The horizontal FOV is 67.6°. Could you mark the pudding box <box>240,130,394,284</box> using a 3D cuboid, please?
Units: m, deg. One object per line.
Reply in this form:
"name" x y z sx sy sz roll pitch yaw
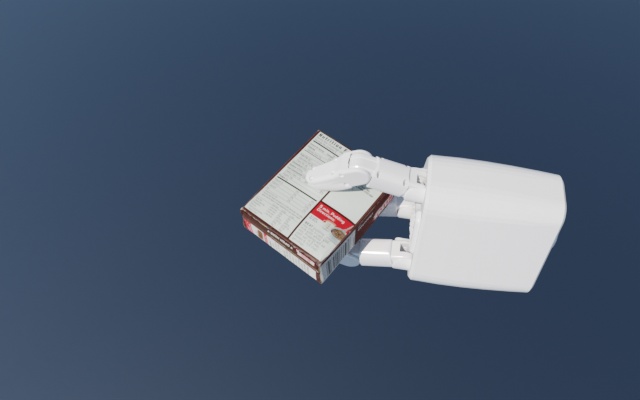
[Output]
"pudding box" 0.000 0.001 0.422 0.090 0.113 0.039 34 -27 20
